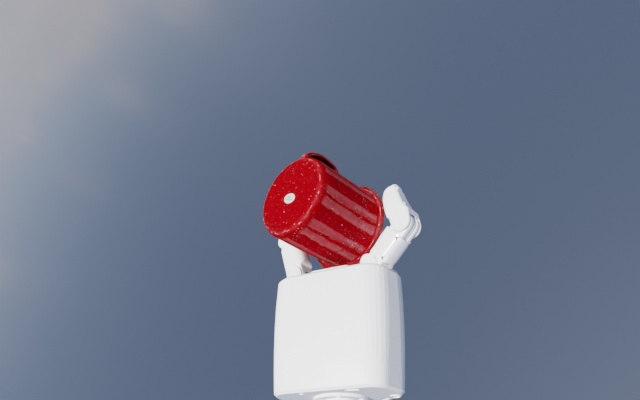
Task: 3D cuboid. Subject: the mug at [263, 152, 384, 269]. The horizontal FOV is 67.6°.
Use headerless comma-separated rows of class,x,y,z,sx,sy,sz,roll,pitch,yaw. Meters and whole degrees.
mug,0.000,0.000,0.465,0.093,0.117,0.081,-28,-43,35
